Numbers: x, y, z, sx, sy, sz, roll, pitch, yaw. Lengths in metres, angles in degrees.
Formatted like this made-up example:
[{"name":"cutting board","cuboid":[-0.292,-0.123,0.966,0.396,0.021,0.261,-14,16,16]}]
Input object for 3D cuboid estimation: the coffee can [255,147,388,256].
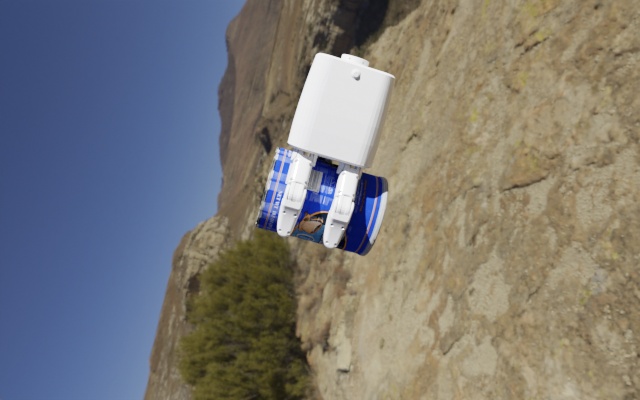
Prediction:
[{"name":"coffee can","cuboid":[0.000,0.002,0.592,0.140,0.103,0.103,15,-2,-6]}]
